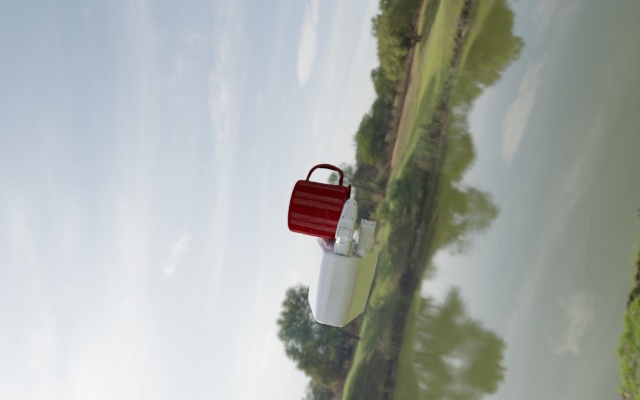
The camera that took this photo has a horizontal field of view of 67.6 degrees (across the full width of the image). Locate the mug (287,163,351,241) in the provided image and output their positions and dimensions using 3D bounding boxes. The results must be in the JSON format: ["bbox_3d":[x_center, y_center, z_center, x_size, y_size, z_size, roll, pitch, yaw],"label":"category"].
[{"bbox_3d":[0.000,0.001,0.716,0.081,0.117,0.093,10,7,7],"label":"mug"}]
